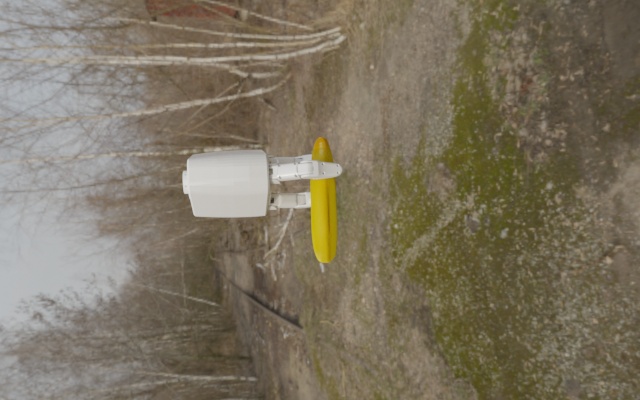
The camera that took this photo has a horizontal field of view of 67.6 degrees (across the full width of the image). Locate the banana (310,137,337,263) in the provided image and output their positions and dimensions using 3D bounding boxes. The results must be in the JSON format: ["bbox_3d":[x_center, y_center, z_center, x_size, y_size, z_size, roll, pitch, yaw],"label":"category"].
[{"bbox_3d":[0.003,0.011,0.688,0.037,0.198,0.069,-4,18,-8],"label":"banana"}]
